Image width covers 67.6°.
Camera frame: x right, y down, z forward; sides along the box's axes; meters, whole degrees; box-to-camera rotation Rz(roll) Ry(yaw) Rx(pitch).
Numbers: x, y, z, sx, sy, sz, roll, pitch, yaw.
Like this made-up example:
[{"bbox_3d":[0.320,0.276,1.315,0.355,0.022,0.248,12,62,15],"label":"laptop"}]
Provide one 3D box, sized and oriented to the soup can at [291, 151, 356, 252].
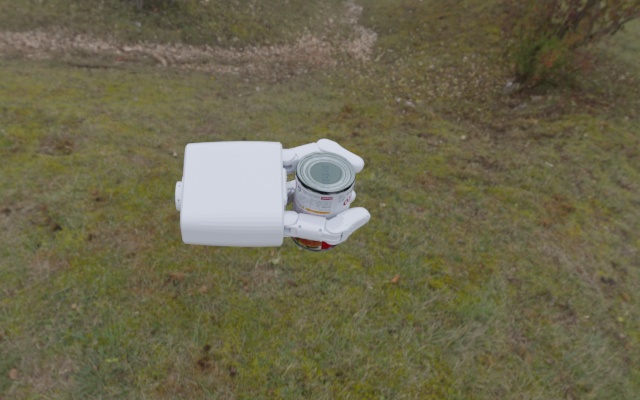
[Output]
[{"bbox_3d":[0.001,0.002,0.551,0.068,0.068,0.102,0,-43,-9],"label":"soup can"}]
